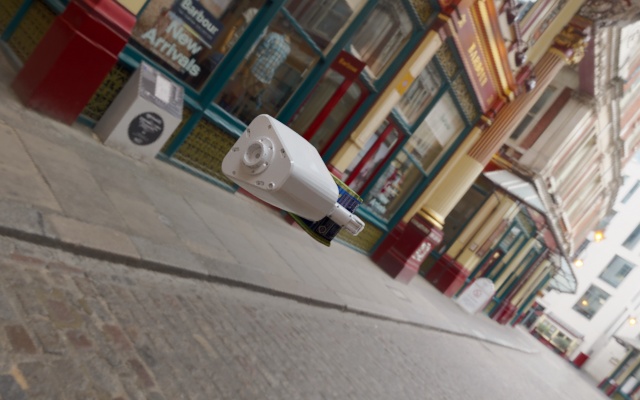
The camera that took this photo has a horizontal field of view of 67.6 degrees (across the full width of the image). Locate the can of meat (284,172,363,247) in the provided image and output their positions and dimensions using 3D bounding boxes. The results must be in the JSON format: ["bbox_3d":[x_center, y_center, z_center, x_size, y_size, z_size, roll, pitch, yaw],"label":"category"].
[{"bbox_3d":[0.000,0.002,0.690,0.102,0.084,0.057,42,6,39],"label":"can of meat"}]
